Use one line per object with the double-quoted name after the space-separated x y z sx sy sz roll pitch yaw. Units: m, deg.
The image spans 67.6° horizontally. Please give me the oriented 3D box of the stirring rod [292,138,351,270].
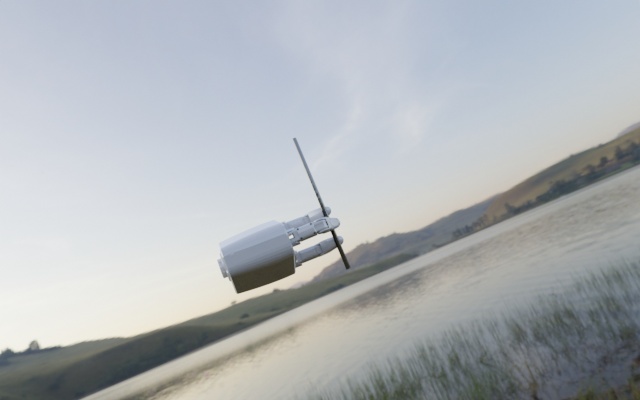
0.000 0.003 0.801 0.011 0.239 0.011 -22 -10 -4 "stirring rod"
